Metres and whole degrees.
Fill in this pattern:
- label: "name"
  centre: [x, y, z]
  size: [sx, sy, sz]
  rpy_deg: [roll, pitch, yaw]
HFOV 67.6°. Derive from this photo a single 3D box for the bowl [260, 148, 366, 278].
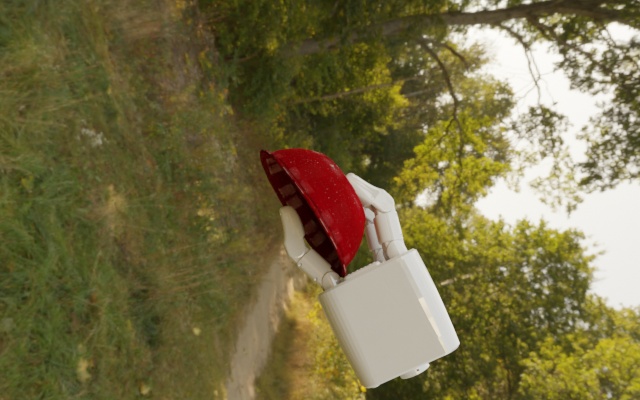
- label: "bowl"
  centre: [0.000, 0.000, 0.516]
  size: [0.055, 0.162, 0.162]
  rpy_deg: [-34, 7, -12]
